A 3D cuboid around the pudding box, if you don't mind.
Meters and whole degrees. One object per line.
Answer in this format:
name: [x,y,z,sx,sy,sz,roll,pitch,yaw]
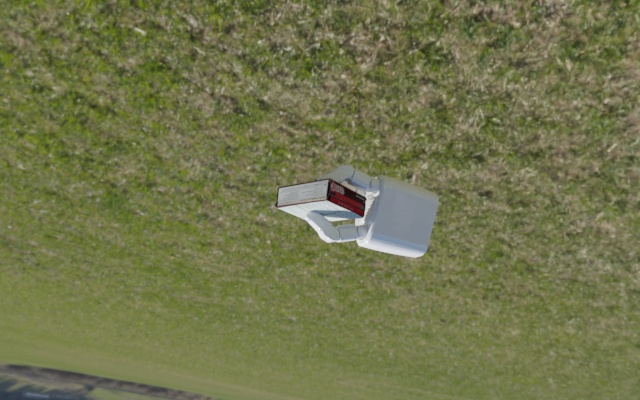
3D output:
pudding box: [0.000,0.003,0.737,0.113,0.039,0.090,-10,-26,41]
